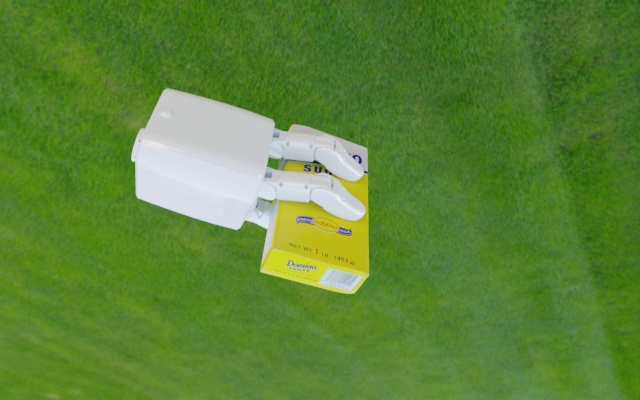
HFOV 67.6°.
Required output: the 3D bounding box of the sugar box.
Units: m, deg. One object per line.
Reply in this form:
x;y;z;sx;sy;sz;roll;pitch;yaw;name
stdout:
0.000;0.001;0.481;0.093;0.176;0.048;17;-43;-14;sugar box
